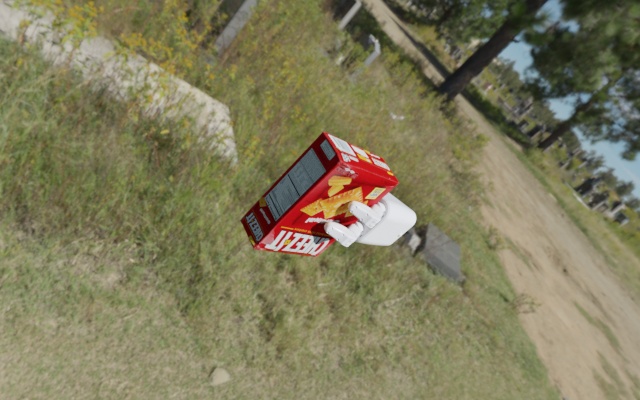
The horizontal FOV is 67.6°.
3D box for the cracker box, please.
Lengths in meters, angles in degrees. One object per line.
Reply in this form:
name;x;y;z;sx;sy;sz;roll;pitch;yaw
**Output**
cracker box;0.000;0.002;0.789;0.214;0.072;0.164;-45;-35;23
